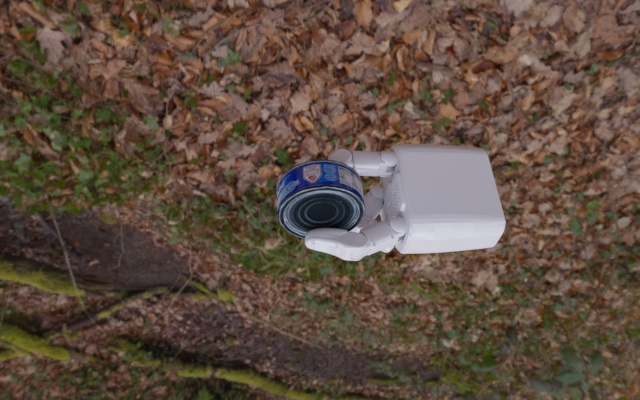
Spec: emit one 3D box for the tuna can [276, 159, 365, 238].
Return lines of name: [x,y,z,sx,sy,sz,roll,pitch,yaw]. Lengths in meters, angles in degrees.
tuna can: [0.000,0.002,0.465,0.086,0.033,0.086,-3,-39,-3]
